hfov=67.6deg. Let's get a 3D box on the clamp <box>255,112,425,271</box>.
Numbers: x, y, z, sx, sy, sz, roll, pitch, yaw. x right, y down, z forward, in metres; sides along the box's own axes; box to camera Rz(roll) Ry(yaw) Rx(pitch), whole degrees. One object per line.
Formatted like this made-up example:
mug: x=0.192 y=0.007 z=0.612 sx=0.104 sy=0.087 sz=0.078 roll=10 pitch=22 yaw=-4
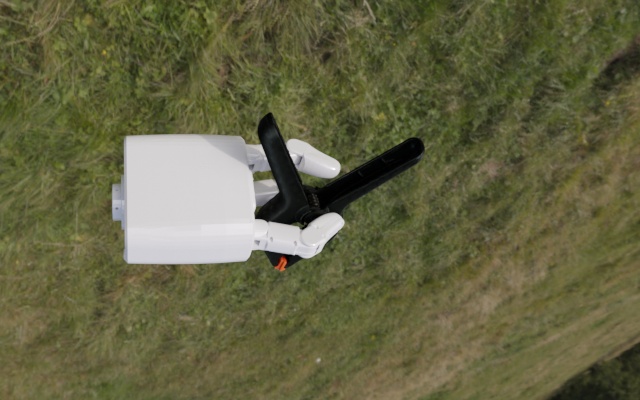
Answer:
clamp: x=0.000 y=0.003 z=0.482 sx=0.164 sy=0.036 sz=0.210 roll=1 pitch=-41 yaw=-21
